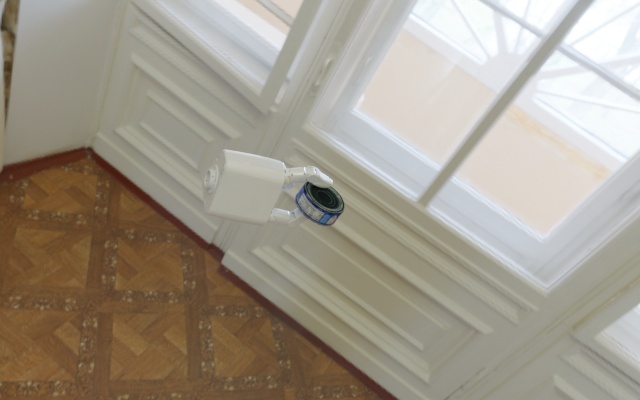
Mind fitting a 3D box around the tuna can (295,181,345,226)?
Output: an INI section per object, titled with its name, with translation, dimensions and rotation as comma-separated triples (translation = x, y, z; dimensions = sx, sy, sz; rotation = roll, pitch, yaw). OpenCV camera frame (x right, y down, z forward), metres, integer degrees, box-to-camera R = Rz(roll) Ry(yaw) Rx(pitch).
[tuna can]
translation = 0.000, 0.002, 0.849
dimensions = 0.086, 0.086, 0.034
rotation = 0, -43, -45
